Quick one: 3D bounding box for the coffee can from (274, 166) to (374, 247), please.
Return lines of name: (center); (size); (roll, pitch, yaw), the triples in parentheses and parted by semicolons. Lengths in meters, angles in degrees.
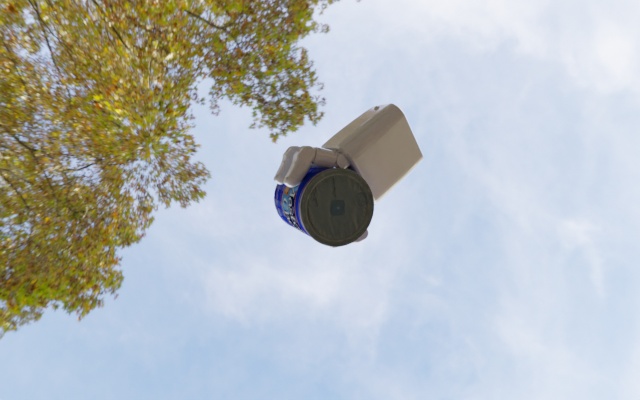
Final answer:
coffee can: (0.000, 0.002, 0.678); (0.103, 0.103, 0.140); (0, 6, -20)
